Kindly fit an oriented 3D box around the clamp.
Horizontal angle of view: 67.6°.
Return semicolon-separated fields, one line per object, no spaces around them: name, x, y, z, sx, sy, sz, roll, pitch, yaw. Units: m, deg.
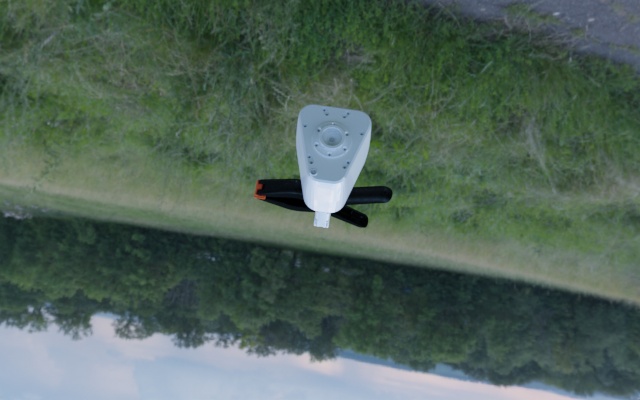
clamp;-0.001;0.003;0.774;0.210;0.036;0.165;7;-20;1
